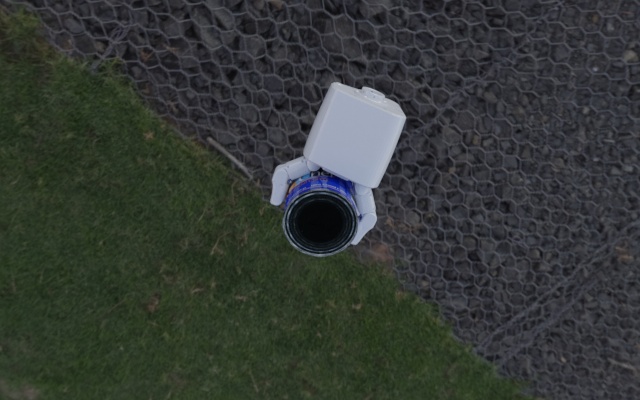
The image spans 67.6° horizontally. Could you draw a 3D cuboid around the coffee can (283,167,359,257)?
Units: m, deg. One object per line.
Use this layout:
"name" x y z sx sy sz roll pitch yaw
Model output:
"coffee can" 0.000 0.002 0.700 0.103 0.103 0.140 0 25 0
